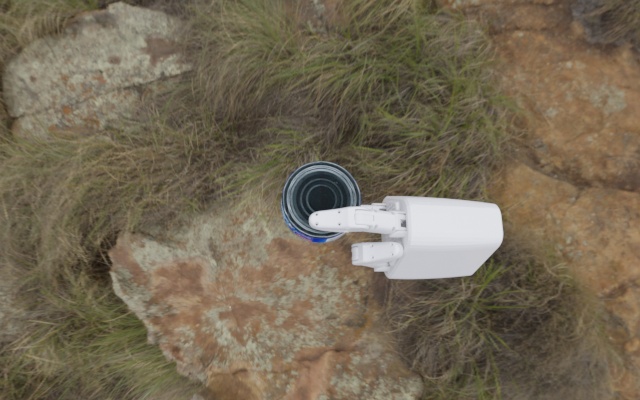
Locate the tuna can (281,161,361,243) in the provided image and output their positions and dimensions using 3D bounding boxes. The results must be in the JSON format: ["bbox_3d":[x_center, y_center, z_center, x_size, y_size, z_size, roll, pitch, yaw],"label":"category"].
[{"bbox_3d":[0.000,0.002,0.515,0.086,0.086,0.034,0,-12,-5],"label":"tuna can"}]
